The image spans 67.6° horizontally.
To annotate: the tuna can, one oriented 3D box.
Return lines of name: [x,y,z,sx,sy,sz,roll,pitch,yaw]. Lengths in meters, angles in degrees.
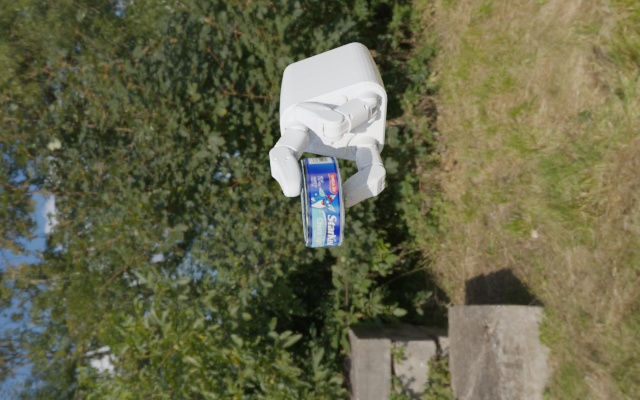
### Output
tuna can: [0.000,0.002,0.454,0.034,0.086,0.086,-3,0,-5]
